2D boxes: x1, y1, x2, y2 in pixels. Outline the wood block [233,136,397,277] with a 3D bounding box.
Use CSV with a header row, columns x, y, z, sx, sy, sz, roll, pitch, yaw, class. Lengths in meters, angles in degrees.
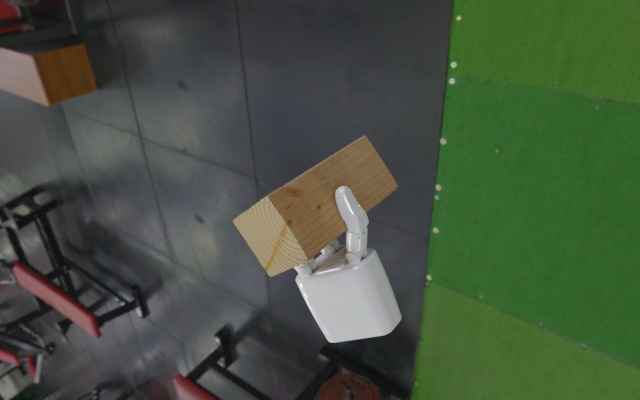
x,y,z,sx,sy,sz,roll,pitch,yaw,class
0.000,0.002,0.639,0.206,0.090,0.091,-36,4,-43,wood block
